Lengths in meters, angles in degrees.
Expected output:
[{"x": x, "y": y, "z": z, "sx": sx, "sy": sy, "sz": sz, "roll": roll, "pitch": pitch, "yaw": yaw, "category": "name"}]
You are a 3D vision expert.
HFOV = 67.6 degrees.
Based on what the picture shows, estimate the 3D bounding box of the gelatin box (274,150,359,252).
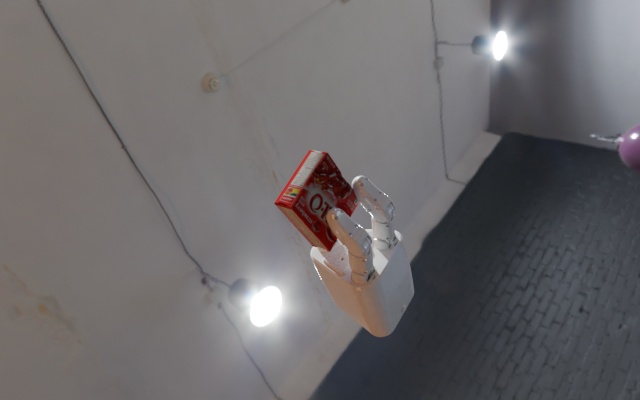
[{"x": 0.000, "y": 0.001, "z": 0.516, "sx": 0.030, "sy": 0.073, "sz": 0.089, "roll": 14, "pitch": -27, "yaw": 41, "category": "gelatin box"}]
